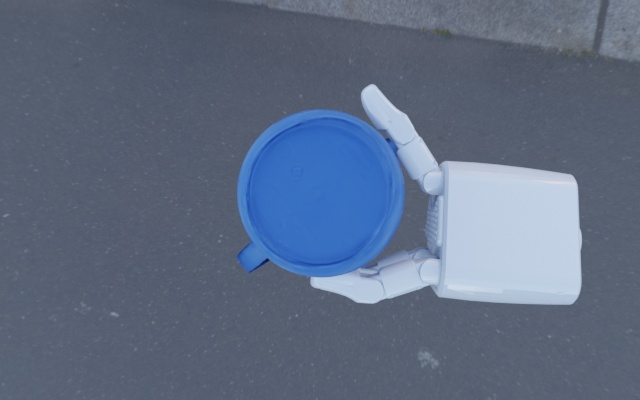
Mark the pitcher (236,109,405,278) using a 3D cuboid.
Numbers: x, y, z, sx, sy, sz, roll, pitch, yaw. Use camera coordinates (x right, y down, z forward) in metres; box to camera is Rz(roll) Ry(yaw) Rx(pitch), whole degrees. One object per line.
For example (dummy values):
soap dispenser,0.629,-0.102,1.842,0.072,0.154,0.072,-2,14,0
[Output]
pitcher,0.000,0.001,0.415,0.145,0.149,0.243,7,1,5
